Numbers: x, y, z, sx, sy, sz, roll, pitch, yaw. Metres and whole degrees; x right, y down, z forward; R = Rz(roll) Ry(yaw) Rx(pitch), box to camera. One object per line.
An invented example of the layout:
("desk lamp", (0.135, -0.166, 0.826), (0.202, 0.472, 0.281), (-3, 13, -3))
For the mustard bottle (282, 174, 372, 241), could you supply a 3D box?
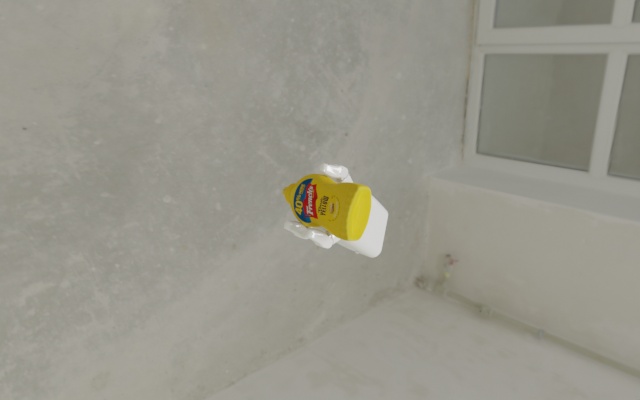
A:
("mustard bottle", (0.000, 0.003, 0.850), (0.058, 0.096, 0.191), (3, 10, -45))
